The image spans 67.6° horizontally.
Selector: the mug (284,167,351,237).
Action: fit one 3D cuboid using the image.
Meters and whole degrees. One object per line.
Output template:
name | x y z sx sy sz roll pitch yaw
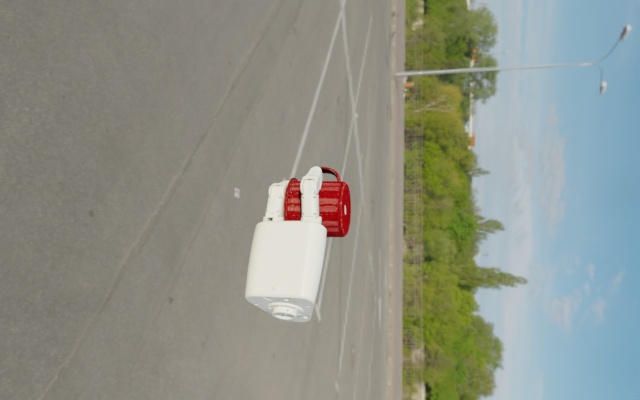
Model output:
mug | 0.001 0.001 0.705 0.081 0.117 0.093 0 -30 13
